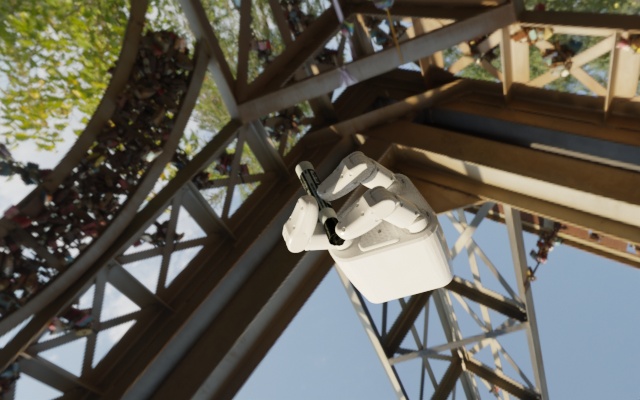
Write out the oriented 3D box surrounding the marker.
[{"bbox_3d":[0.000,0.002,0.487,0.020,0.020,0.121,0,39,-24],"label":"marker"}]
